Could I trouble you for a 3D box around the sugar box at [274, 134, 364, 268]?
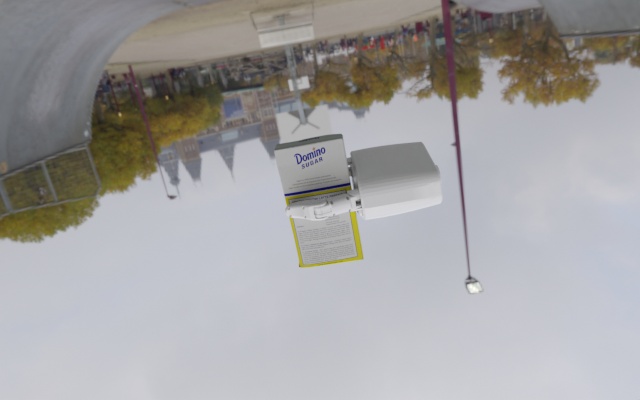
[{"bbox_3d":[0.000,0.002,0.657,0.093,0.176,0.048,-9,17,4],"label":"sugar box"}]
